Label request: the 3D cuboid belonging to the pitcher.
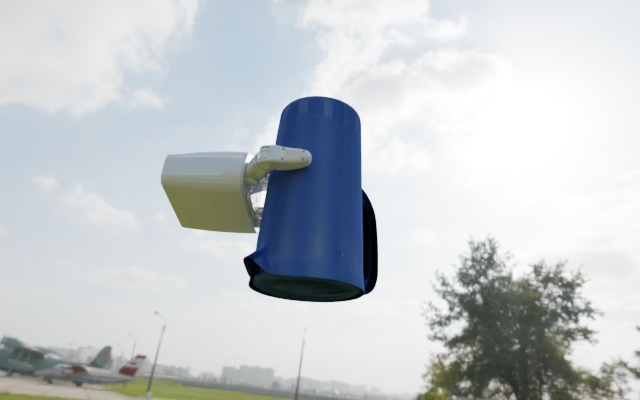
[{"bbox_3d":[0.000,0.002,0.595,0.145,0.242,0.149,1,-23,9],"label":"pitcher"}]
